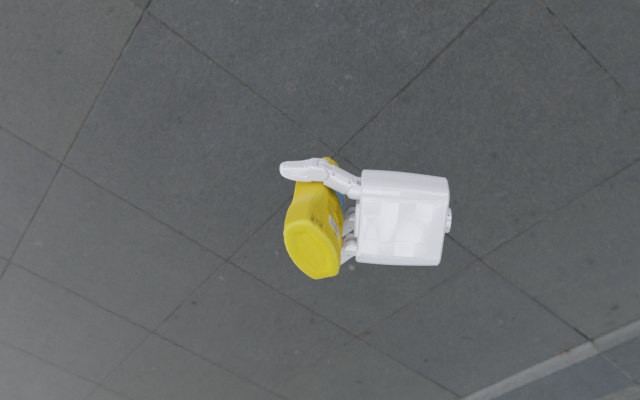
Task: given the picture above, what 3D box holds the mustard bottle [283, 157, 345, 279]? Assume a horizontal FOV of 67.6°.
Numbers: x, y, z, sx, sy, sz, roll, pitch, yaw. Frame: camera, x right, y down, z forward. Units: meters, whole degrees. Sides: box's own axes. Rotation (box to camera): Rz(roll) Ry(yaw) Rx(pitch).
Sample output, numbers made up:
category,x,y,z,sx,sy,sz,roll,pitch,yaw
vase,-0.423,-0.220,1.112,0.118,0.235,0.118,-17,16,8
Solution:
category,x,y,z,sx,sy,sz,roll,pitch,yaw
mustard bottle,0.000,0.002,0.621,0.058,0.096,0.191,-16,34,19
